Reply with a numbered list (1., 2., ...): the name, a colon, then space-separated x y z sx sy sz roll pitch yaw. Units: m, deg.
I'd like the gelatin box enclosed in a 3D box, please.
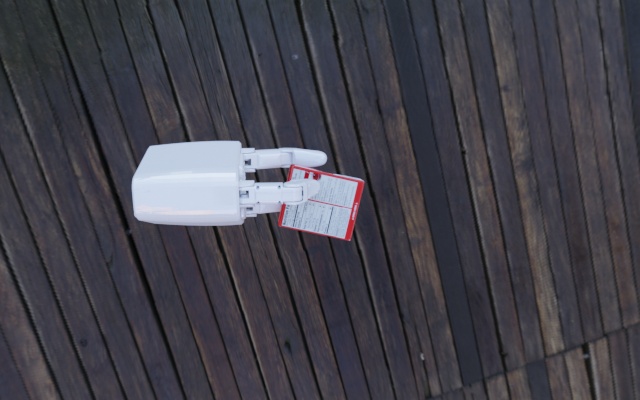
1. gelatin box: 0.000 0.002 0.564 0.089 0.073 0.030 12 8 -4
